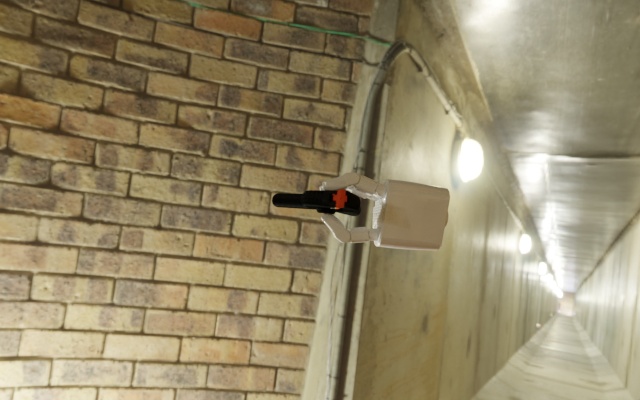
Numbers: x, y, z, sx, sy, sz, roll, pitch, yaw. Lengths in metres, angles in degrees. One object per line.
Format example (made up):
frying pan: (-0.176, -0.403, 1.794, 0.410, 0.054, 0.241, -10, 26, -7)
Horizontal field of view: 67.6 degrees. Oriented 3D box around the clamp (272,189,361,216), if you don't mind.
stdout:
clamp: (0.000, 0.003, 0.789, 0.164, 0.036, 0.210, 5, -4, -4)
